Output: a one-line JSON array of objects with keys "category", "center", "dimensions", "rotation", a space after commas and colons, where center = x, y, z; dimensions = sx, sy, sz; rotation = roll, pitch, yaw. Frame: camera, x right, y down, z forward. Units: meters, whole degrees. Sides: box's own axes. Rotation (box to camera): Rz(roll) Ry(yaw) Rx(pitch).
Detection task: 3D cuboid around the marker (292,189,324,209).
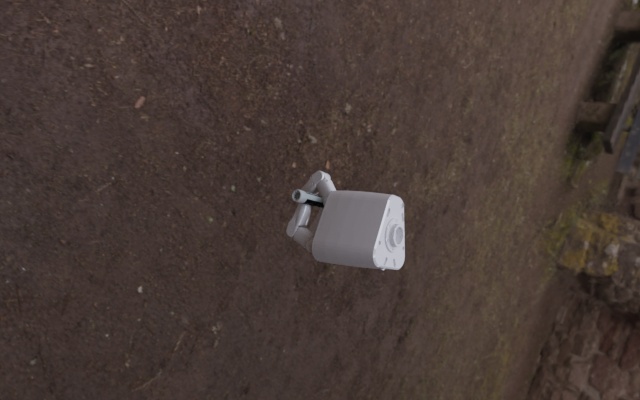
[{"category": "marker", "center": [0.000, 0.002, 0.752], "dimensions": [0.020, 0.020, 0.121], "rotation": [0, -10, 37]}]
